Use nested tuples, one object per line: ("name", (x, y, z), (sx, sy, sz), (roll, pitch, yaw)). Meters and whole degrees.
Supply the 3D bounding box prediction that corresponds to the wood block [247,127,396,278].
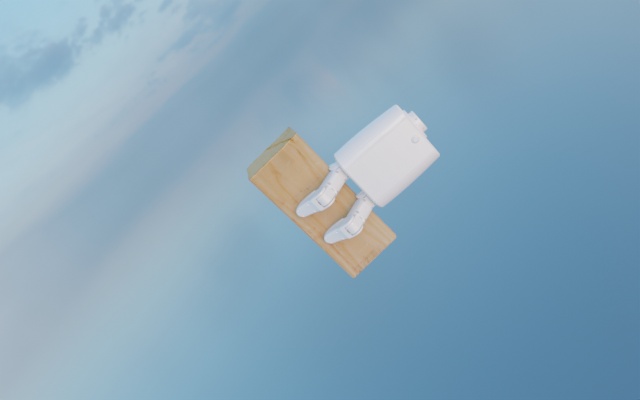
("wood block", (0.000, 0.002, 0.687), (0.206, 0.090, 0.090), (45, 3, -17))
